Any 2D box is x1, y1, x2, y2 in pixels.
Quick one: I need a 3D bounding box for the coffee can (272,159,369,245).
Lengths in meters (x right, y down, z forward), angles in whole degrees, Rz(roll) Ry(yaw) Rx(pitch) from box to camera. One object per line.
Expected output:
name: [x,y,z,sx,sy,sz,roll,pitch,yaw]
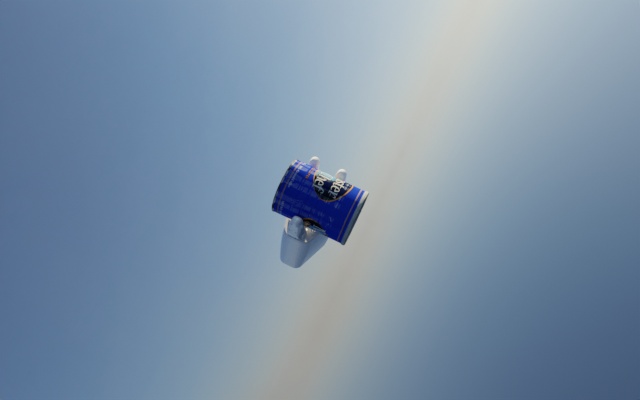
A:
coffee can: [0.000,0.003,0.835,0.140,0.103,0.103,25,3,6]
